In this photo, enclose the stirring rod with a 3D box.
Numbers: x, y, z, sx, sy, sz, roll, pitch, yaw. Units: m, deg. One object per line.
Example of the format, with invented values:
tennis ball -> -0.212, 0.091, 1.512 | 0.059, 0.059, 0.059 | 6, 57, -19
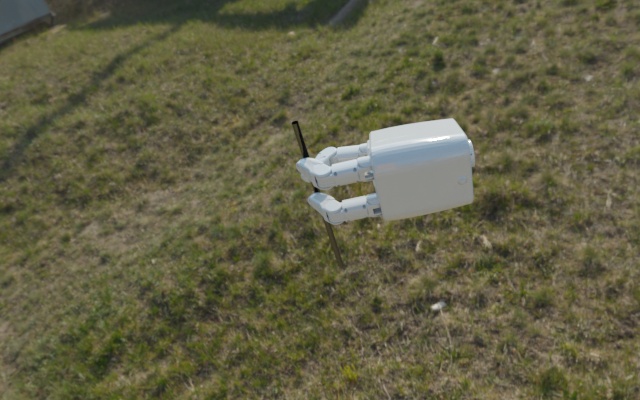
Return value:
stirring rod -> 0.000, 0.002, 0.619 | 0.011, 0.240, 0.011 | -11, 38, 9
